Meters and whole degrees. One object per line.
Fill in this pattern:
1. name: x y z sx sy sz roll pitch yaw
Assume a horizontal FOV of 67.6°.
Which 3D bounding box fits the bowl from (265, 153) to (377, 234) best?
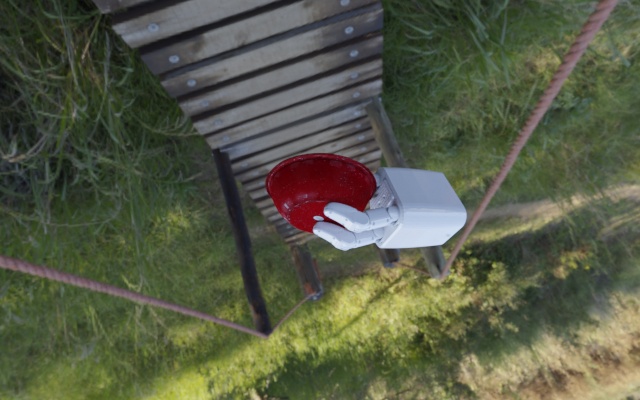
1. bowl: -0.001 0.003 0.680 0.162 0.055 0.162 1 -32 1
